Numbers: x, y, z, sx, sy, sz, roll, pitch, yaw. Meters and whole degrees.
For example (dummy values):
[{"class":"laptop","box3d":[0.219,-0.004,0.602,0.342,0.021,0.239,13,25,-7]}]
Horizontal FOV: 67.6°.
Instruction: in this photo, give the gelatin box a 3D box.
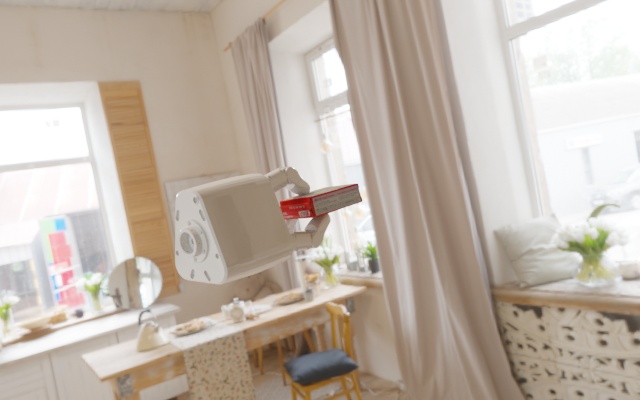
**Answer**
[{"class":"gelatin box","box3d":[0.000,0.002,0.653,0.089,0.030,0.073,-18,7,-37]}]
